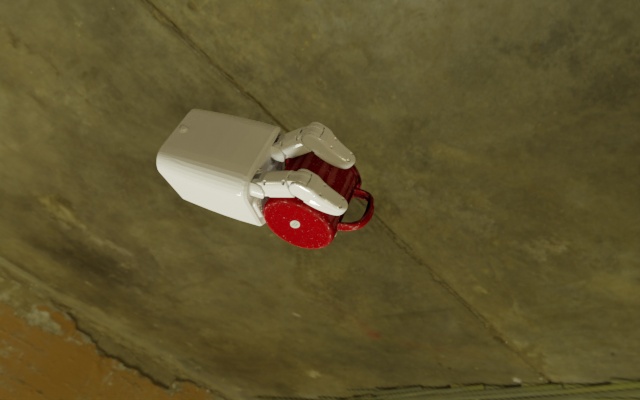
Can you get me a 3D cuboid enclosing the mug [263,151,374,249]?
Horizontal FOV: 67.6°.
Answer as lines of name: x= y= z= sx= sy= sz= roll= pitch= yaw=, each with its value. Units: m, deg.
mug: x=0.001 y=0.002 z=0.520 sx=0.117 sy=0.081 sz=0.093 roll=16 pitch=-37 yaw=13
